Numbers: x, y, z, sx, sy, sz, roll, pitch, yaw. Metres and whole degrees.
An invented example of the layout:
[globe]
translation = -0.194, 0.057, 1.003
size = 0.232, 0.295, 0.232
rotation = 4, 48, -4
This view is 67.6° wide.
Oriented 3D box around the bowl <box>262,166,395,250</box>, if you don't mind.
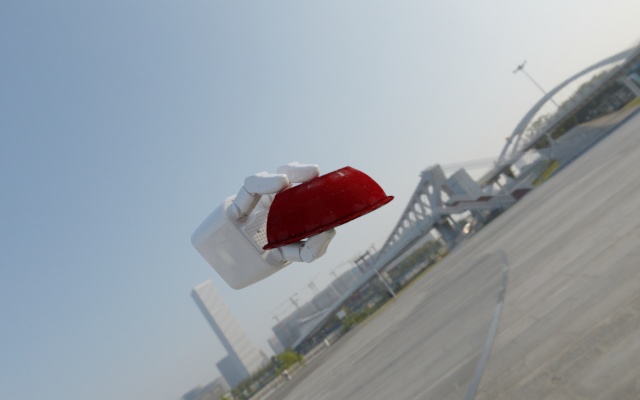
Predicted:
[bowl]
translation = 0.001, 0.001, 0.548
size = 0.162, 0.055, 0.162
rotation = -21, 2, 1
